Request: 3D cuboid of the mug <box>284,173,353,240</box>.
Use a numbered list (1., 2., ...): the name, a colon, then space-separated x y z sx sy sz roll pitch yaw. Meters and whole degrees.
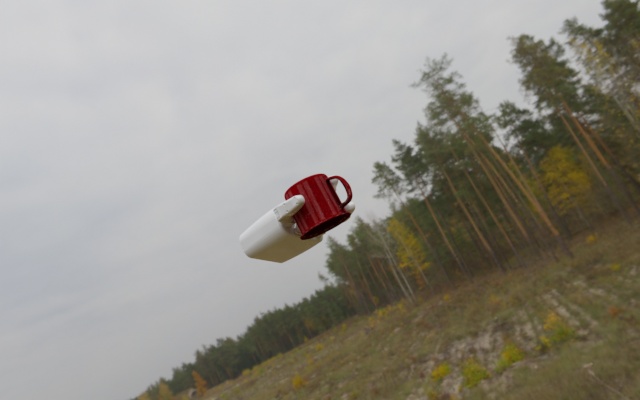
1. mug: 0.001 0.002 0.785 0.117 0.081 0.093 -34 -15 29
